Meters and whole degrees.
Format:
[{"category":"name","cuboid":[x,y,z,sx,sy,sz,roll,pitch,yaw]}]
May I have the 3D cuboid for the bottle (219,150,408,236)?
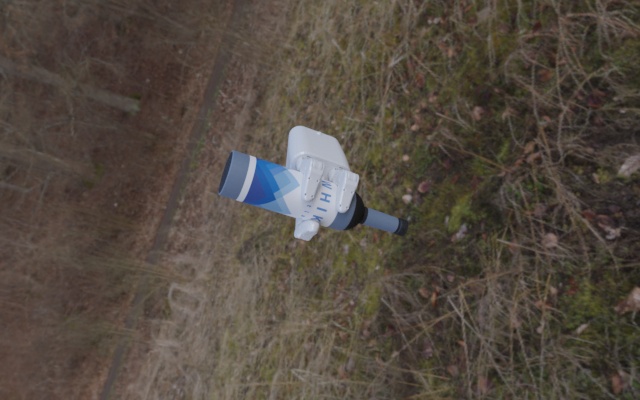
[{"category":"bottle","cuboid":[0.000,0.002,0.717,0.296,0.069,0.069,17,-6,-18]}]
